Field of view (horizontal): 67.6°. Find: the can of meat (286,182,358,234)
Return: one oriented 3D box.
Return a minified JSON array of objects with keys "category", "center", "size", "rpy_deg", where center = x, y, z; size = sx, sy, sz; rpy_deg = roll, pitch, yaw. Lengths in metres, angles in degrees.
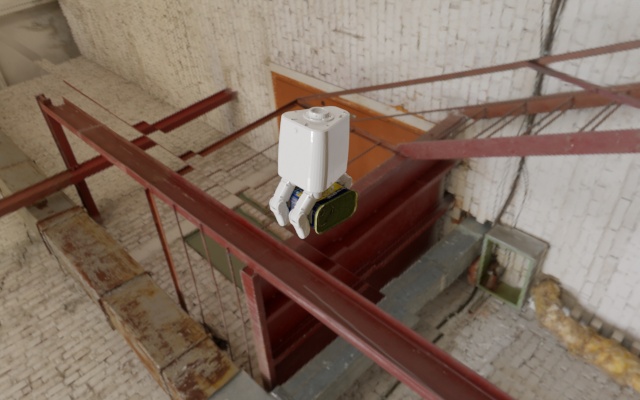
[{"category":"can of meat","center":[0.000,0.003,0.830],"size":[0.102,0.057,0.084],"rpy_deg":[-28,44,-37]}]
